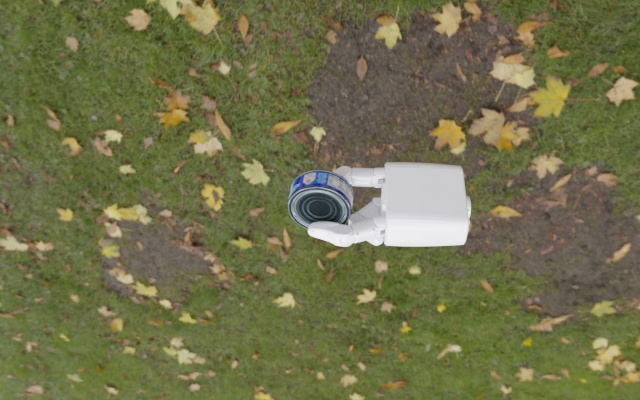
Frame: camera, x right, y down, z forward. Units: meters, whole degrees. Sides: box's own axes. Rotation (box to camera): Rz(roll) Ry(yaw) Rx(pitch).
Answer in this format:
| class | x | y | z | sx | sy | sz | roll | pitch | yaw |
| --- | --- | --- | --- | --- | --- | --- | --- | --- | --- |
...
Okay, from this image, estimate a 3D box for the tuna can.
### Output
| class | x | y | z | sx | sy | sz | roll | pitch | yaw |
| --- | --- | --- | --- | --- | --- | --- | --- | --- | --- |
| tuna can | 0.000 | 0.002 | 0.632 | 0.086 | 0.086 | 0.033 | 0 | 43 | 10 |
